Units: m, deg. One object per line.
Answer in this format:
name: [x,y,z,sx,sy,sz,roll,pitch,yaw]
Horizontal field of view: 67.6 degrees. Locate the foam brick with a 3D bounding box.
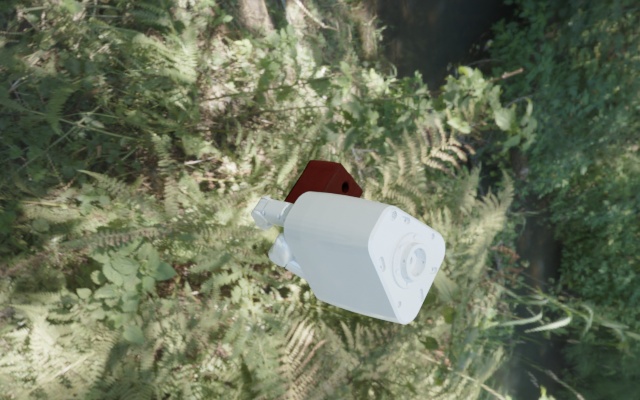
foam brick: [0.000,0.001,0.524,0.051,0.078,0.053,7,-32,46]
